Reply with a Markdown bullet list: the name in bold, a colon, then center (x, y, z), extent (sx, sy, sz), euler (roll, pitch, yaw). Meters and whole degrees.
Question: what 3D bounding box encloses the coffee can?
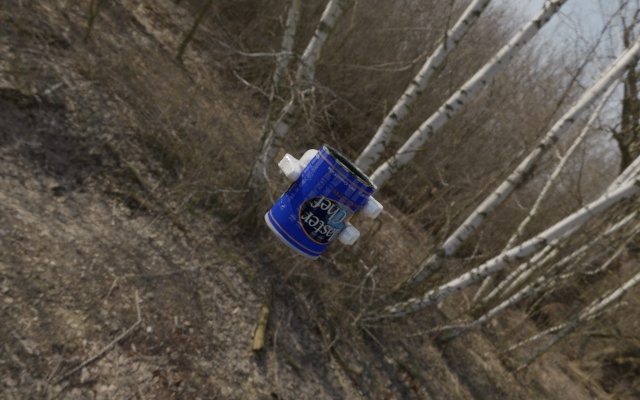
- **coffee can**: center (0.000, 0.002, 0.708), extent (0.103, 0.140, 0.102), euler (38, 12, -9)
